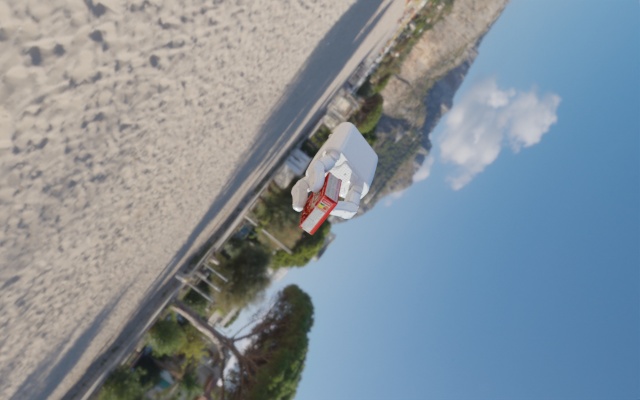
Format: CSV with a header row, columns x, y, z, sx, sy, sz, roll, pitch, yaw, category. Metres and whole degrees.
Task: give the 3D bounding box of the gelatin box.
x,y,z,sx,sy,sz,roll,pitch,yaw,category
0.000,0.003,0.785,0.030,0.073,0.089,33,28,-11,gelatin box
